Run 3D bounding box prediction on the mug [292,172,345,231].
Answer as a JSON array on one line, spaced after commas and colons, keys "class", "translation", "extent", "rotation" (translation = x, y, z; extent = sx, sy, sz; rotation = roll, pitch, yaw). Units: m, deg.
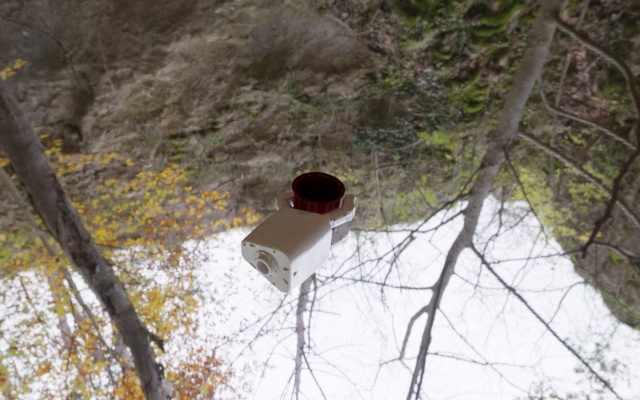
[{"class": "mug", "translation": [0.001, 0.002, 0.855], "extent": [0.093, 0.082, 0.117], "rotation": [28, 42, 25]}]
